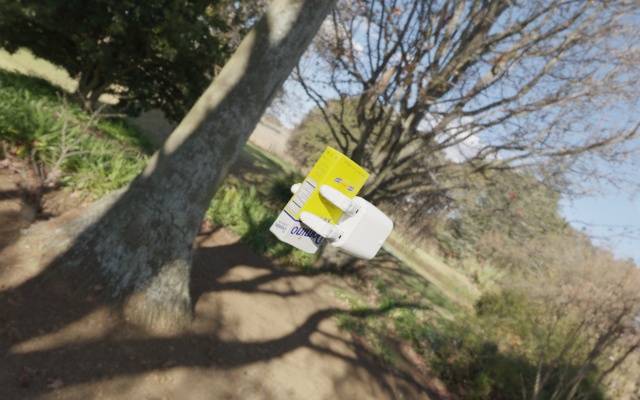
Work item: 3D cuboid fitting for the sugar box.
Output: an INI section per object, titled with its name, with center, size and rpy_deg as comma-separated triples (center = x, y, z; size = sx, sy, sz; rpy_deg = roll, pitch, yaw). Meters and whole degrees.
[sugar box]
center = 0.001, 0.003, 0.824
size = 0.093, 0.176, 0.048
rpy_deg = 30, 4, -46
